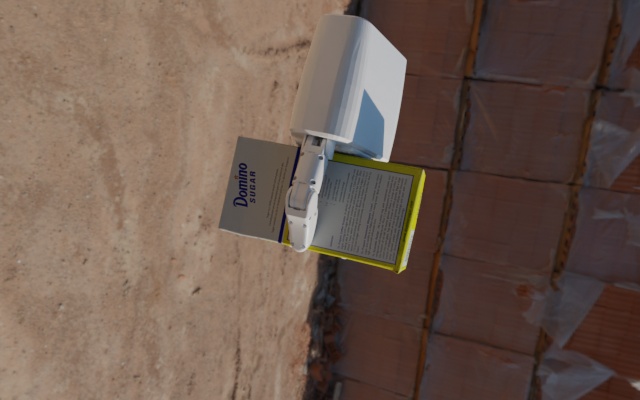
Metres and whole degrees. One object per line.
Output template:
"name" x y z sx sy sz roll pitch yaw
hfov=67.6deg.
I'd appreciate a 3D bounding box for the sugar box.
"sugar box" 0.000 0.001 0.445 0.176 0.093 0.048 12 -1 17
